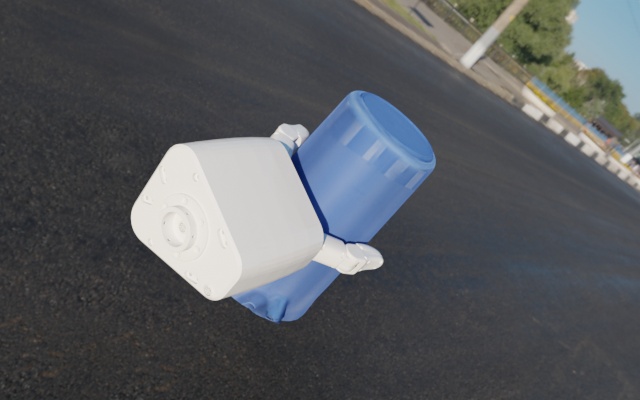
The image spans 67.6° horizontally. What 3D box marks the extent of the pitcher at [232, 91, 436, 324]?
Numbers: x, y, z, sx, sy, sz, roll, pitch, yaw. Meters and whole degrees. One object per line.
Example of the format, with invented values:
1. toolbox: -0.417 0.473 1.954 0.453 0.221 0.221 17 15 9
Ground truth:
1. pitcher: 0.000 0.002 0.511 0.243 0.149 0.145 -48 -19 27
